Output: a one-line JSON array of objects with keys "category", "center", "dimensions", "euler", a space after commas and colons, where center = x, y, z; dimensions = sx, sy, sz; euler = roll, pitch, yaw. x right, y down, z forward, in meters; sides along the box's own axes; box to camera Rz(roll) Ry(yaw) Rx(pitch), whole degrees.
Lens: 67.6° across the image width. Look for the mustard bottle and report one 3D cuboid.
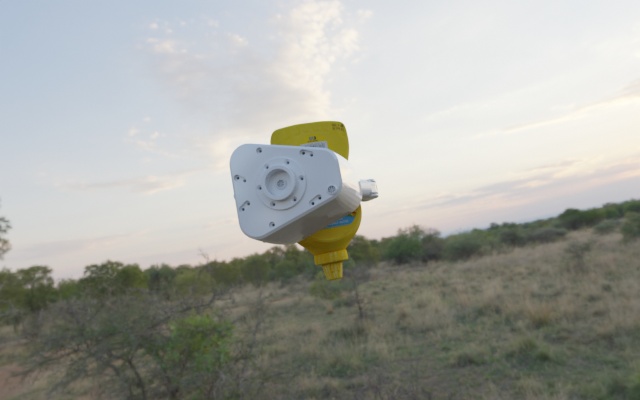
[{"category": "mustard bottle", "center": [0.000, 0.002, 0.589], "dimensions": [0.096, 0.191, 0.058], "euler": [-9, -8, -12]}]
